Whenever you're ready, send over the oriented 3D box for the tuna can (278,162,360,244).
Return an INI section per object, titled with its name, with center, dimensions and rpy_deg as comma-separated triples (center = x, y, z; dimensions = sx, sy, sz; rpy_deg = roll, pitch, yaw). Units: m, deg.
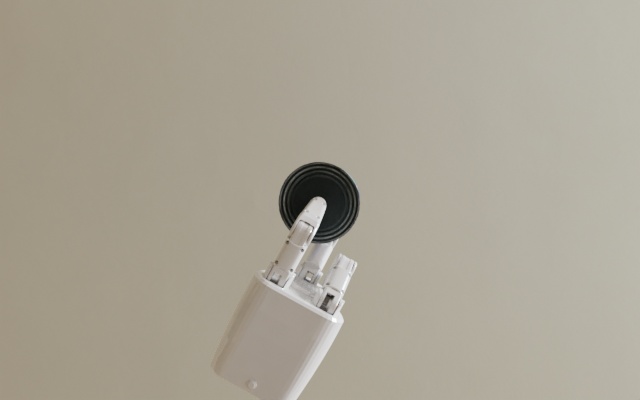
[tuna can]
center = 0.000, 0.002, 0.513
dimensions = 0.086, 0.086, 0.034
rpy_deg = 0, 4, 6
